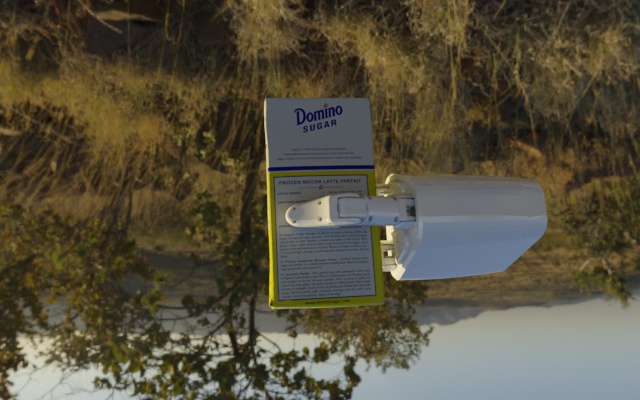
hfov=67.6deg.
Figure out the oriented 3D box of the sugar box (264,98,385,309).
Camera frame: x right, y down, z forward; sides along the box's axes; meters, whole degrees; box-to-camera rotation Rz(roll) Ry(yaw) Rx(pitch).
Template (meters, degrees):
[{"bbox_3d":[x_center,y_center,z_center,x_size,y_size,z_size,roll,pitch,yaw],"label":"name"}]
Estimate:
[{"bbox_3d":[0.000,0.002,0.409,0.093,0.176,0.048,-1,-14,-7],"label":"sugar box"}]
